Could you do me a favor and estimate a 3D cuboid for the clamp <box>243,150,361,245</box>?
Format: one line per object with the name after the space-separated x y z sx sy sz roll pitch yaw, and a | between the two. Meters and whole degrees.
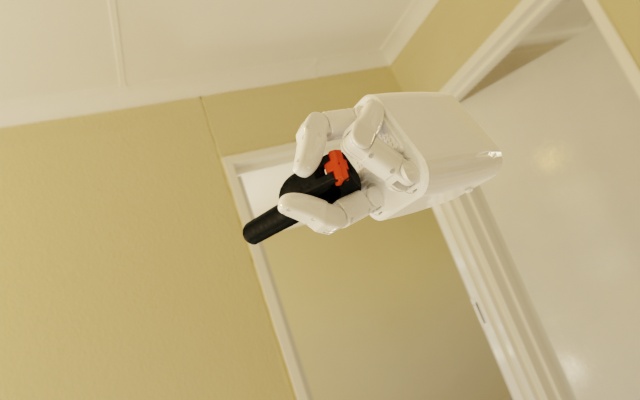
0.000 0.001 0.482 0.120 0.039 0.171 -12 -16 -32 | clamp
